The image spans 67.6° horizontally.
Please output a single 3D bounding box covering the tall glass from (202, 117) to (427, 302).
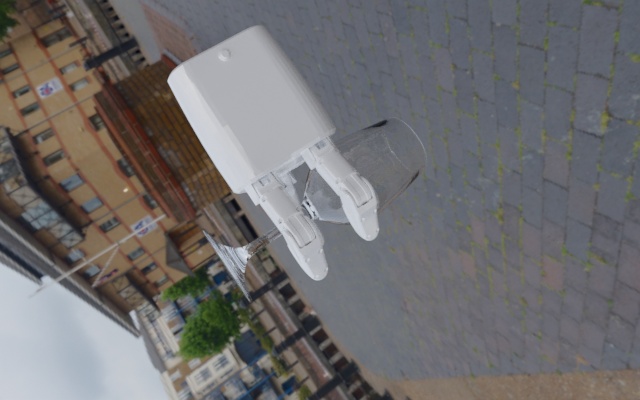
[{"bbox_3d":[0.000,0.002,0.427,0.201,0.079,0.079,-34,9,-15],"label":"tall glass"}]
